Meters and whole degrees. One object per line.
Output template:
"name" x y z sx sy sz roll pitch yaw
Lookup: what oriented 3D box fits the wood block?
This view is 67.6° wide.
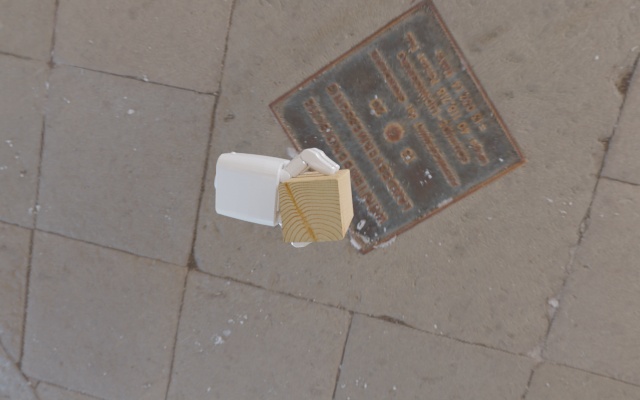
"wood block" 0.000 0.003 0.783 0.090 0.091 0.206 -3 7 9
